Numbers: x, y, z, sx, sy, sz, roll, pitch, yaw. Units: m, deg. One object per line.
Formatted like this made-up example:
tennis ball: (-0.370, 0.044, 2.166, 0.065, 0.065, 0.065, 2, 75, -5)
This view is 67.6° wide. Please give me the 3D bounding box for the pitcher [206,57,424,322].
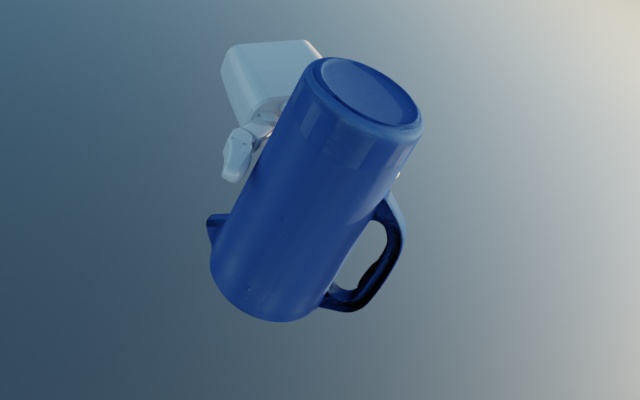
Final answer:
pitcher: (0.000, 0.001, 0.450, 0.149, 0.145, 0.243, 2, -44, -32)
